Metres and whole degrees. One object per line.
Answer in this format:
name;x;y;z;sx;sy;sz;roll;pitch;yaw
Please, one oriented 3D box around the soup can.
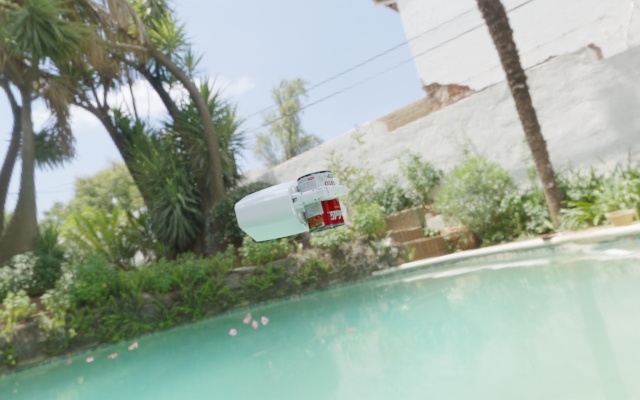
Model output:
soup can;0.001;0.002;0.874;0.068;0.102;0.068;-14;-7;-2
